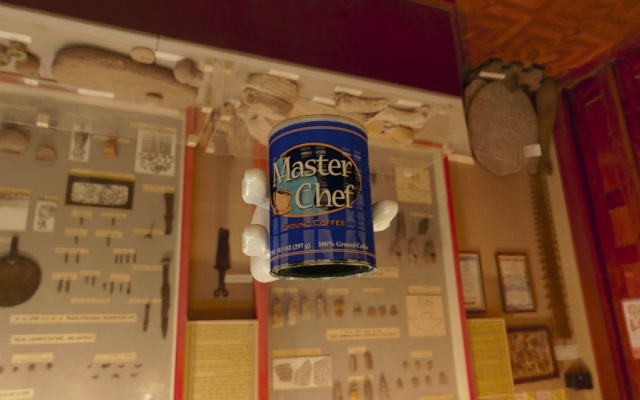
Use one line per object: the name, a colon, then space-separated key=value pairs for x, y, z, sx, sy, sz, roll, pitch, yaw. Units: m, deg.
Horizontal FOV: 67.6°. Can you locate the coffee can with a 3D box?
coffee can: x=0.000 y=0.001 z=0.468 sx=0.103 sy=0.140 sz=0.103 roll=-2 pitch=-17 yaw=-1
